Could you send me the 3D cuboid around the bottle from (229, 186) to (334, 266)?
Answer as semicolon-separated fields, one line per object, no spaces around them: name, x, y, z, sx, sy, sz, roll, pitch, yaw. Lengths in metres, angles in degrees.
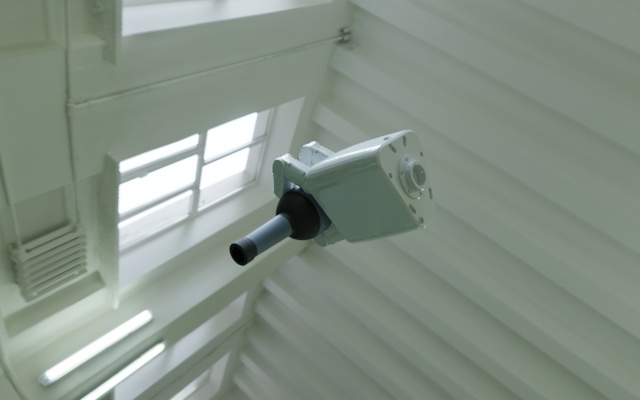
bottle;0.000;0.002;0.612;0.069;0.069;0.295;0;22;41
